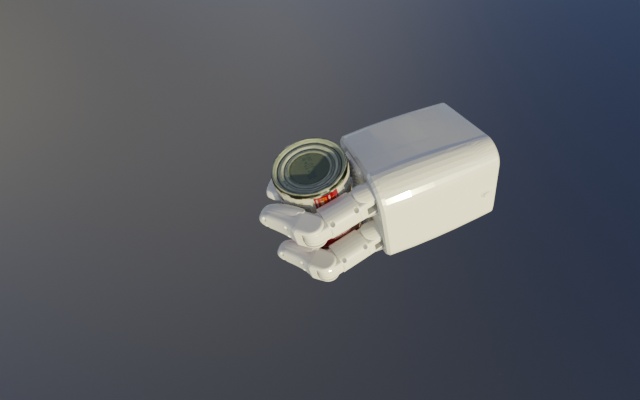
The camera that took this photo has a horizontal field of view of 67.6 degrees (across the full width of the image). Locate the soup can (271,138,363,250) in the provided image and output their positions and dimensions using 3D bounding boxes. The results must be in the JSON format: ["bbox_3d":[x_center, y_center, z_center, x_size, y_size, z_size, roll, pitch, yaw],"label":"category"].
[{"bbox_3d":[0.000,0.001,0.435,0.068,0.068,0.102,0,-37,14],"label":"soup can"}]
